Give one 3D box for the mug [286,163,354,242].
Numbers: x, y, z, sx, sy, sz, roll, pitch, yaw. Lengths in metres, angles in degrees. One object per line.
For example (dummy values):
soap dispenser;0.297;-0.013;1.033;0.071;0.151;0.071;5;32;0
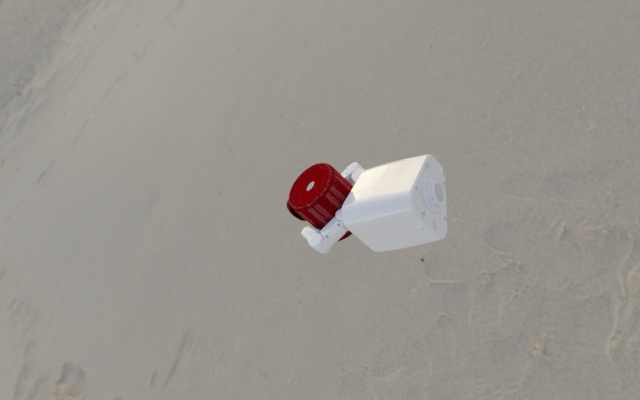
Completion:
mug;-0.001;0.002;0.694;0.117;0.093;0.081;-14;-43;40
